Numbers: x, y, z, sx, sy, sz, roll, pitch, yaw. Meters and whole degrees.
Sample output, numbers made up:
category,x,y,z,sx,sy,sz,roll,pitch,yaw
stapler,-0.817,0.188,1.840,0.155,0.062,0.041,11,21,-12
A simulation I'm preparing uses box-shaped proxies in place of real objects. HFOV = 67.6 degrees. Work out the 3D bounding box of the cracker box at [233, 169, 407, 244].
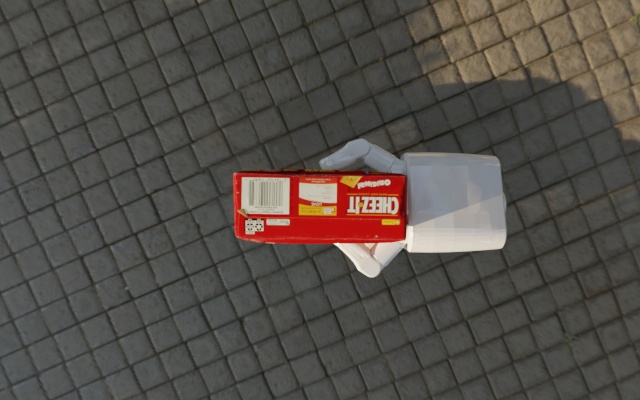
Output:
category,x,y,z,sx,sy,sz,roll,pitch,yaw
cracker box,0.000,0.002,0.547,0.164,0.072,0.213,0,3,0
